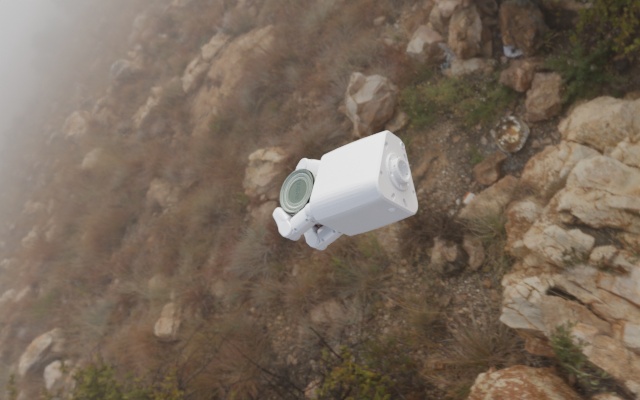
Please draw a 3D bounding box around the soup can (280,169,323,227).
[{"bbox_3d":[0.000,0.002,0.689,0.068,0.068,0.102,0,-18,45],"label":"soup can"}]
